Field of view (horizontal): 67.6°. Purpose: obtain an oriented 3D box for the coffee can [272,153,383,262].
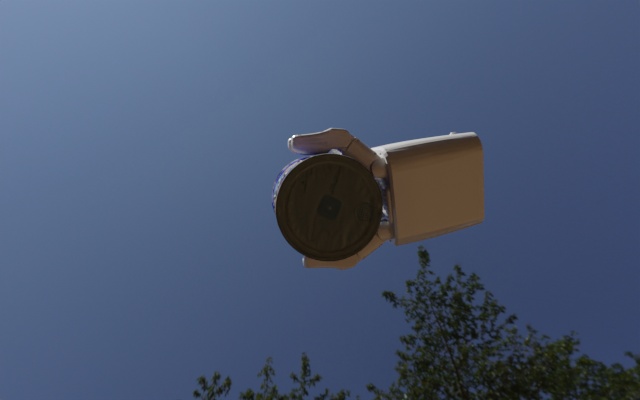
[{"bbox_3d":[0.000,0.002,0.517,0.103,0.103,0.140,0,5,-7],"label":"coffee can"}]
